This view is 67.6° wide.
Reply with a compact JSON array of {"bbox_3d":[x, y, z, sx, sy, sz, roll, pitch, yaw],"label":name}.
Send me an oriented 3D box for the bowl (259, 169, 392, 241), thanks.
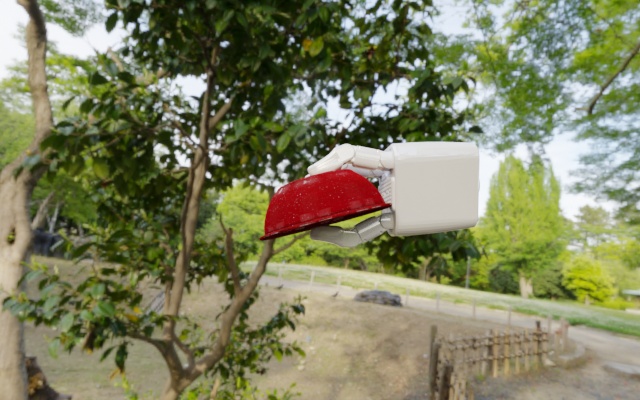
[{"bbox_3d":[-0.001,0.002,0.565,0.162,0.055,0.162,-15,-5,-1],"label":"bowl"}]
